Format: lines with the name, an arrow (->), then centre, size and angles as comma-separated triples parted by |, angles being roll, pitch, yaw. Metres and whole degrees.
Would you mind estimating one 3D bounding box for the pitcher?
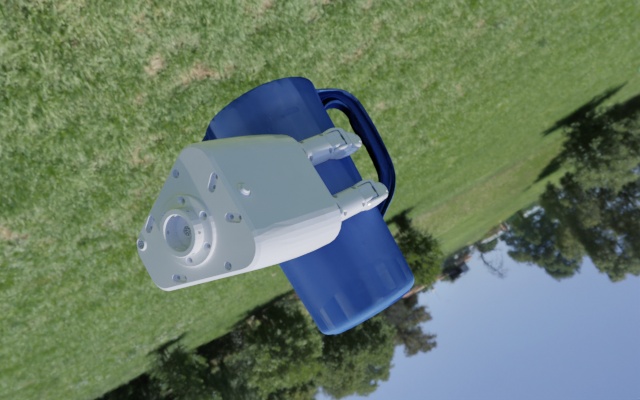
pitcher -> 0.000, 0.002, 0.494 | 0.149, 0.243, 0.145 | -35, -10, 27
